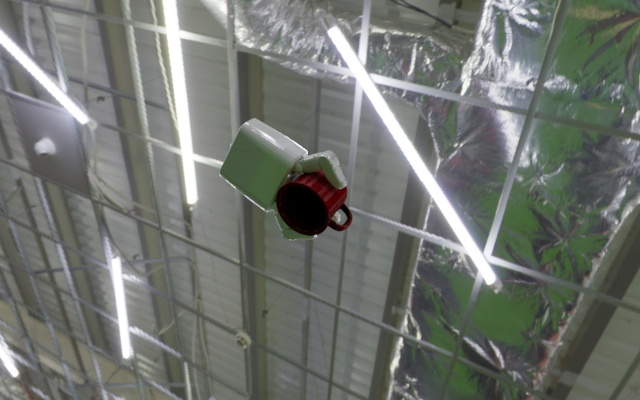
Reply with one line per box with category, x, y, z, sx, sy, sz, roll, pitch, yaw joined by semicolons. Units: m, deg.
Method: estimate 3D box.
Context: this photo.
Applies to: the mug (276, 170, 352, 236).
mug;0.001;0.003;0.748;0.117;0.093;0.081;35;41;9
